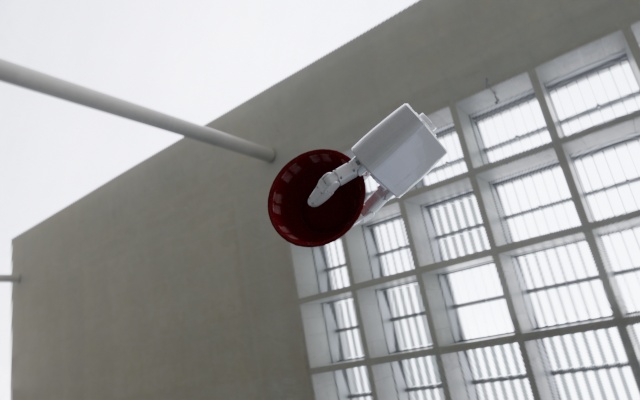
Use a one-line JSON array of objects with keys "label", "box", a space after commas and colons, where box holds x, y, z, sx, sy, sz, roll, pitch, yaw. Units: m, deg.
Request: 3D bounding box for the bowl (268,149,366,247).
[{"label": "bowl", "box": [-0.001, 0.003, 0.756, 0.162, 0.162, 0.055, 0, -20, 22]}]
